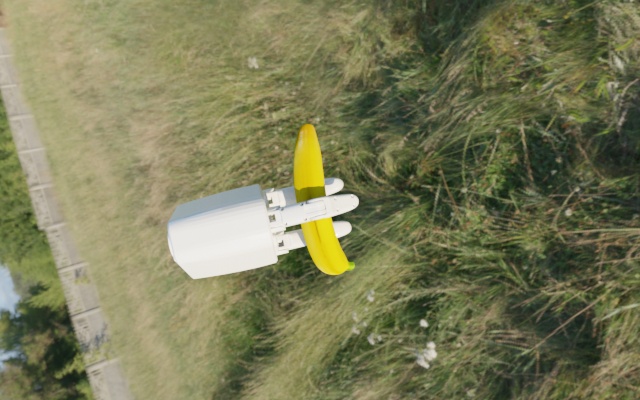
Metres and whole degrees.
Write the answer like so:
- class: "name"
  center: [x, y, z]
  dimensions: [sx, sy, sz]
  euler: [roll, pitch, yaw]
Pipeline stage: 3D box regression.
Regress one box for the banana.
- class: "banana"
  center: [-0.003, 0.012, 0.558]
  dimensions: [0.037, 0.198, 0.069]
  euler: [-9, 21, 16]
